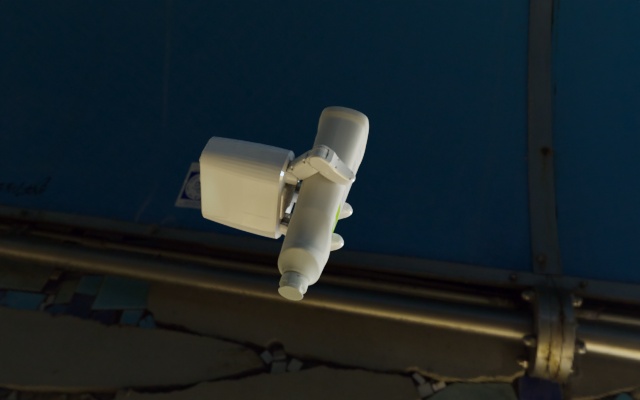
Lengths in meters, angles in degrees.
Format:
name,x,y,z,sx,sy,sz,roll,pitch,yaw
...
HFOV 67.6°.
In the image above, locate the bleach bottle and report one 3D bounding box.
name,x,y,z,sx,sy,sz,roll,pitch,yaw
bleach bottle,0.000,0.002,0.587,0.068,0.250,0.103,13,-38,7
